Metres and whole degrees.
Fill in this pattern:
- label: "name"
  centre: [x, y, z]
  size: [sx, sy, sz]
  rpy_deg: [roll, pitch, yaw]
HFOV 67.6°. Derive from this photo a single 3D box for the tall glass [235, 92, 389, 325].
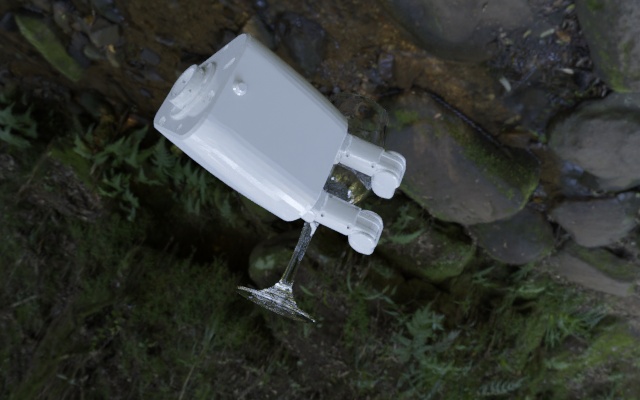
- label: "tall glass"
  centre: [0.000, 0.002, 0.426]
  size: [0.079, 0.201, 0.079]
  rpy_deg: [21, -20, 8]
